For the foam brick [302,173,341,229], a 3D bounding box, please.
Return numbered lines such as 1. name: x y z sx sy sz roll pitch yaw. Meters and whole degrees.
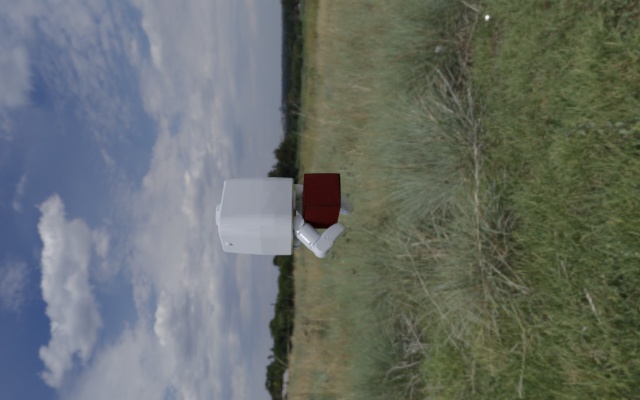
1. foam brick: 0.000 0.002 0.686 0.051 0.053 0.078 1 -29 -4
